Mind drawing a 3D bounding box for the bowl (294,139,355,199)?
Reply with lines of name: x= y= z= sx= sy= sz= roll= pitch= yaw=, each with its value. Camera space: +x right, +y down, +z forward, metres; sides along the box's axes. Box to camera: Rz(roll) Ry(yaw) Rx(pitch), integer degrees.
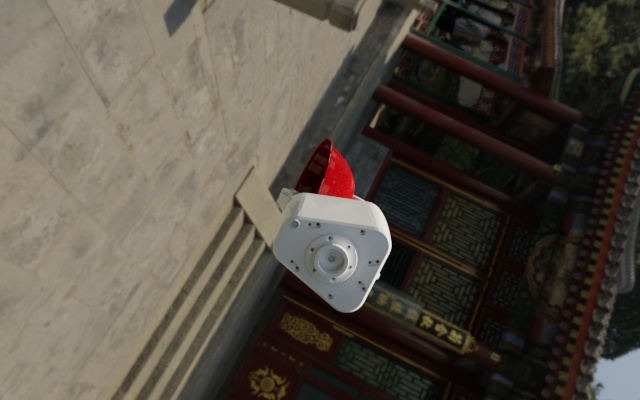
bowl: x=0.000 y=0.002 z=0.639 sx=0.055 sy=0.162 sz=0.162 roll=23 pitch=-6 yaw=-13
